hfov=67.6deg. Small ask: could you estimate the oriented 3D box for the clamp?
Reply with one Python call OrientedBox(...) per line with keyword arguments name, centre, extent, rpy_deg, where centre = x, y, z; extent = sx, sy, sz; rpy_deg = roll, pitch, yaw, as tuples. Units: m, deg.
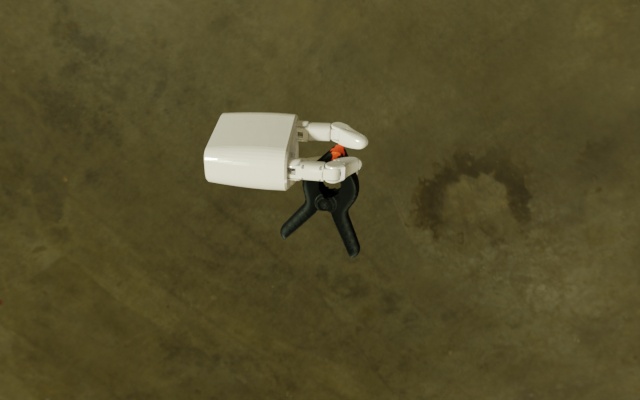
OrientedBox(name="clamp", centre=(0.000, 0.002, 0.674), extent=(0.120, 0.171, 0.039), rpy_deg=(4, 27, 6))
